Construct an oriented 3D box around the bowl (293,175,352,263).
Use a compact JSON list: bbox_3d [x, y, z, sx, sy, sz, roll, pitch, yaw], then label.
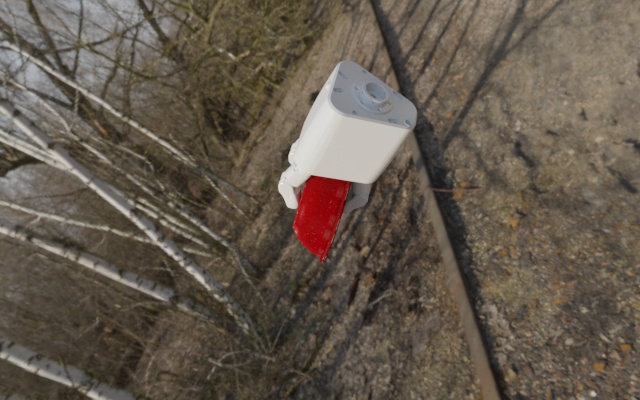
[{"bbox_3d":[-0.001,0.003,0.664,0.055,0.162,0.162,16,-1,-2],"label":"bowl"}]
